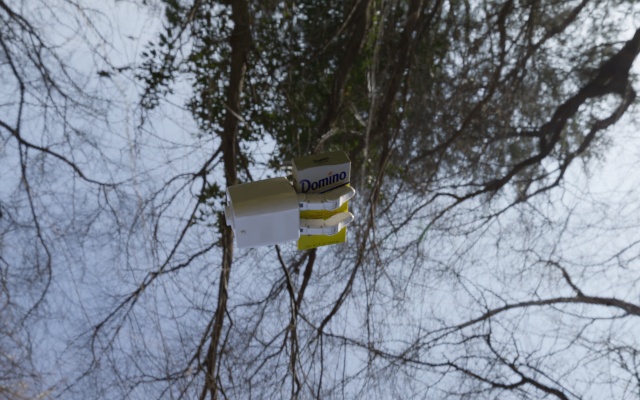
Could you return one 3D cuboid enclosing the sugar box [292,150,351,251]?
[{"bbox_3d":[0.000,0.003,0.832,0.093,0.176,0.048,-10,40,-14],"label":"sugar box"}]
